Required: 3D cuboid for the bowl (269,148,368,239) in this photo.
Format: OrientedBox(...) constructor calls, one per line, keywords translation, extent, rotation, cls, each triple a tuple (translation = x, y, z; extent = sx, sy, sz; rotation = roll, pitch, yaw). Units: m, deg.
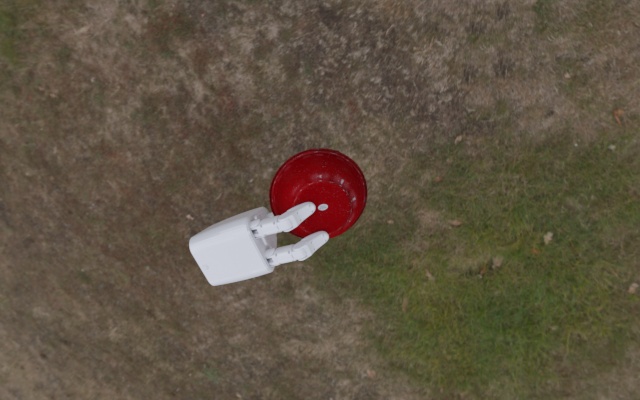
OrientedBox(translation=(0.001, 0.002, 0.753), extent=(0.162, 0.162, 0.055), rotation=(0, 23, -7), cls="bowl")
